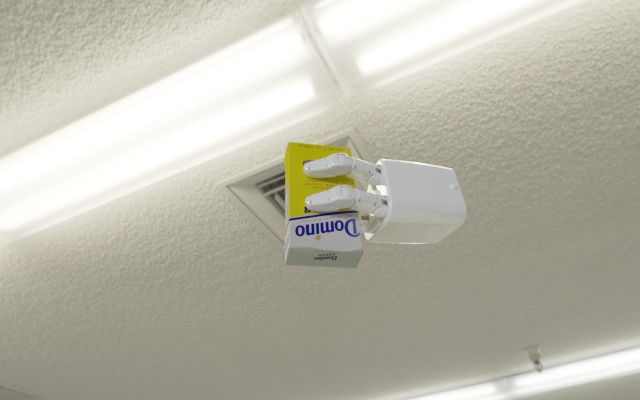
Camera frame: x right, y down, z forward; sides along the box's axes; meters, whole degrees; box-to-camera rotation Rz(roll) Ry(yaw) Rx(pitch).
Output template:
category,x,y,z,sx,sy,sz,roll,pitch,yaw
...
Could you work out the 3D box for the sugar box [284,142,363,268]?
category,x,y,z,sx,sy,sz,roll,pitch,yaw
sugar box,0.000,0.002,0.628,0.093,0.176,0.048,4,-41,-10
